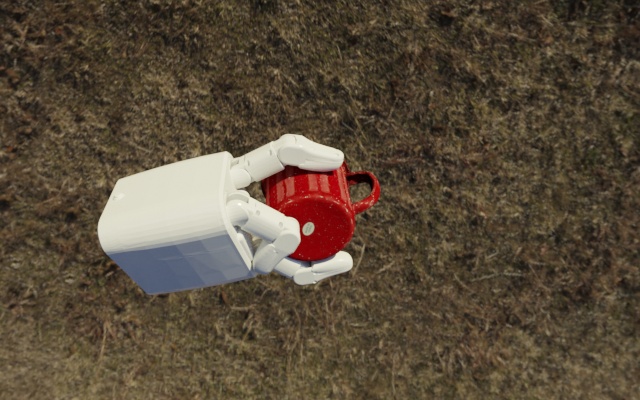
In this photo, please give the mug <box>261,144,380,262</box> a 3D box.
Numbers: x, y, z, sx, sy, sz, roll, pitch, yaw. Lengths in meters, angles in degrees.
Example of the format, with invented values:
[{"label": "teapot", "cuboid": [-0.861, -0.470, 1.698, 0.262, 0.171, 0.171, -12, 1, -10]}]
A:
[{"label": "mug", "cuboid": [0.002, 0.001, 0.460, 0.117, 0.093, 0.081, -12, 36, 3]}]
